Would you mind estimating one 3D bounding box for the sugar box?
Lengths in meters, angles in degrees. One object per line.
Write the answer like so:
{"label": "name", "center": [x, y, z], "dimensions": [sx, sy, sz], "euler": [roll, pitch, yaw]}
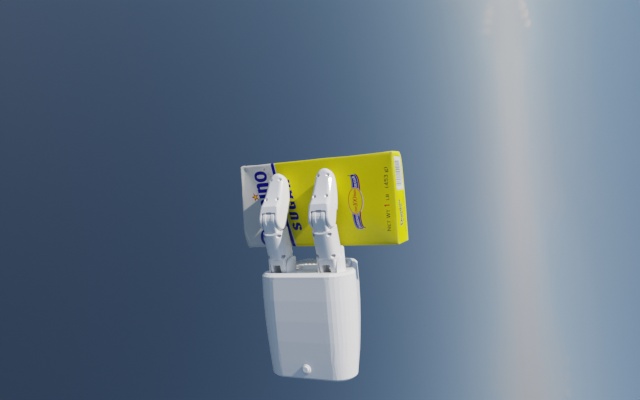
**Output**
{"label": "sugar box", "center": [0.000, 0.002, 0.508], "dimensions": [0.176, 0.093, 0.048], "euler": [-4, 0, 22]}
